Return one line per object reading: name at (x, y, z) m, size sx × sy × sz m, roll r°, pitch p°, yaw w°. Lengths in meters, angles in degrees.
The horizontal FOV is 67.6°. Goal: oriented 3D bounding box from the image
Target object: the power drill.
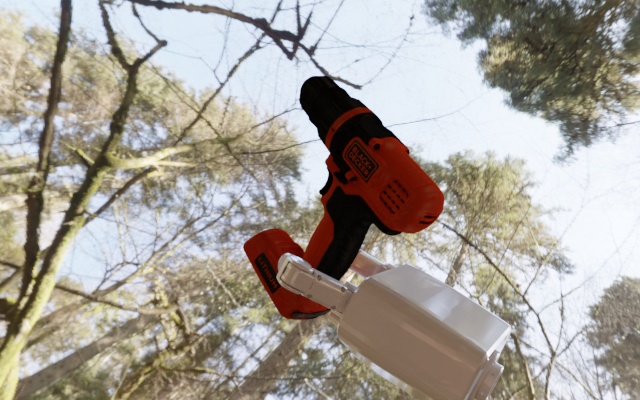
power drill at (0.000, 0.002, 0.437) m, size 0.057 × 0.188 × 0.184 m, roll 4°, pitch 40°, yaw -44°
